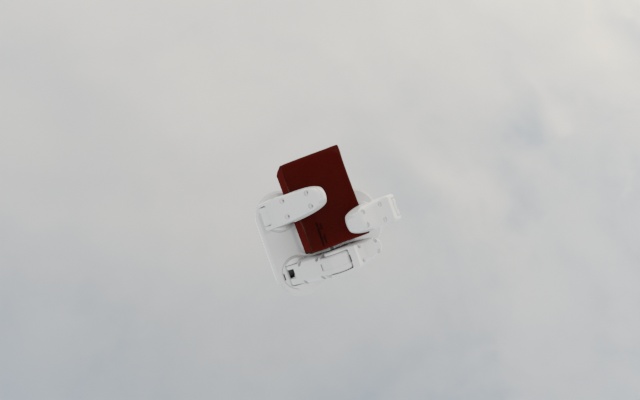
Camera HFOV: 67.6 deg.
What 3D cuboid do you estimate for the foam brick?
[{"bbox_3d":[0.000,0.001,0.406,0.053,0.078,0.051,-19,-2,-9],"label":"foam brick"}]
